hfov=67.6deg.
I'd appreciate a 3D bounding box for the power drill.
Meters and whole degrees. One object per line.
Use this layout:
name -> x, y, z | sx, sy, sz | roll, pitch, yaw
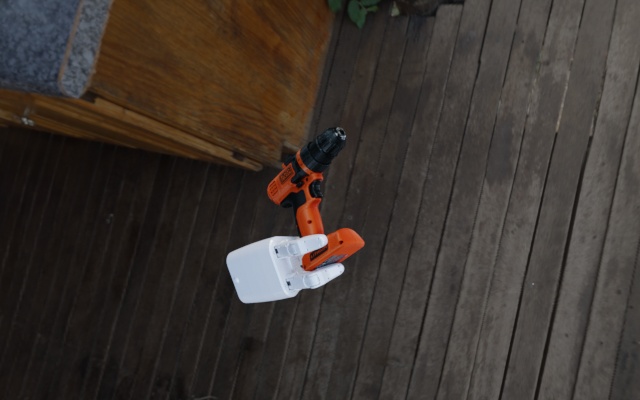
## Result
power drill -> 0.000, 0.003, 0.747 | 0.057, 0.187, 0.184 | 3, -34, -41
